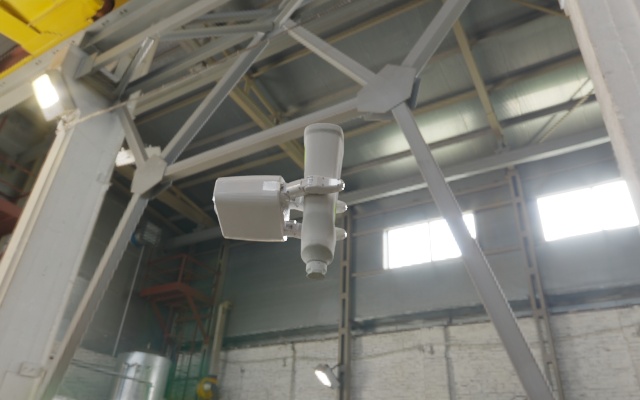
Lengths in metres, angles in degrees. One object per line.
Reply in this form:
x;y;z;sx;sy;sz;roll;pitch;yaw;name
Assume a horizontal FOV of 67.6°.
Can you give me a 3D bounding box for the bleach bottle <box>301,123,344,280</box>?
0.000;0.003;0.771;0.068;0.250;0.103;1;-32;5;bleach bottle
